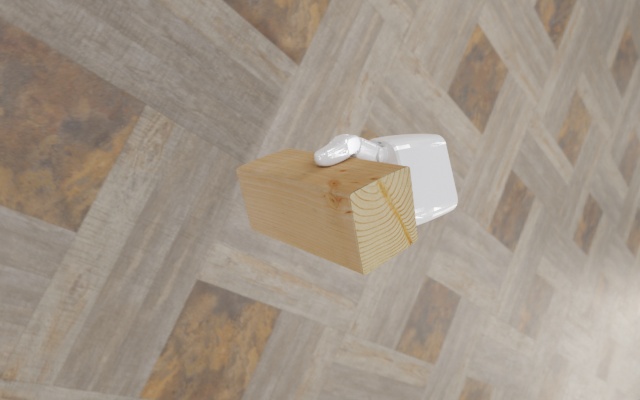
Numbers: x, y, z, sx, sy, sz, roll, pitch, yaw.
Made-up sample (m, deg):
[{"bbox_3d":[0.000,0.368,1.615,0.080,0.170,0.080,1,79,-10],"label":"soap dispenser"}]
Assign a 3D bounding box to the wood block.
[{"bbox_3d":[0.000,0.001,0.557,0.090,0.091,0.206,-26,25,-35],"label":"wood block"}]
